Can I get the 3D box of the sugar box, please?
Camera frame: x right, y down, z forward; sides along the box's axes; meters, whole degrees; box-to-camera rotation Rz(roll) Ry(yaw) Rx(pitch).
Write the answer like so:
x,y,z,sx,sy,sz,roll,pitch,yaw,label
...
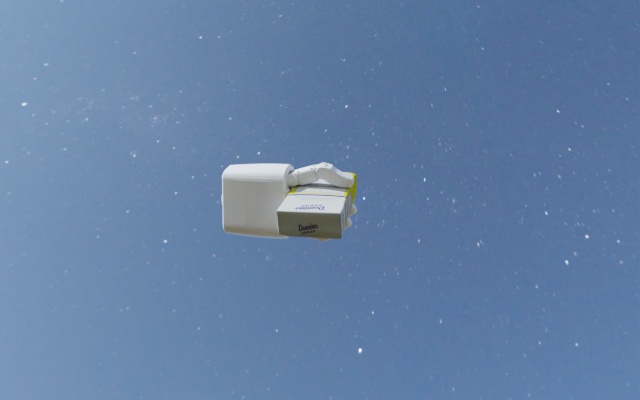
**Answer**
x,y,z,sx,sy,sz,roll,pitch,yaw,label
0.000,0.003,0.735,0.093,0.048,0.176,2,24,11,sugar box
